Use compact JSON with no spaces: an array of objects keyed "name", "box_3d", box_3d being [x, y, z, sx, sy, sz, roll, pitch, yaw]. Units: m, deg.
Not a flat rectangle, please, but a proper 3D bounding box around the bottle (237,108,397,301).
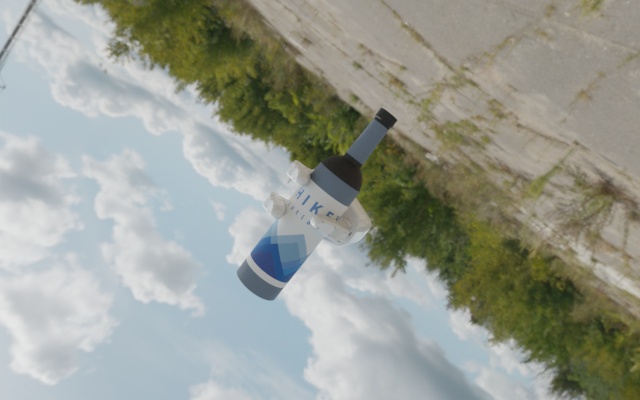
[{"name":"bottle","box_3d":[0.000,0.002,0.641,0.069,0.296,0.069,37,8,-6]}]
